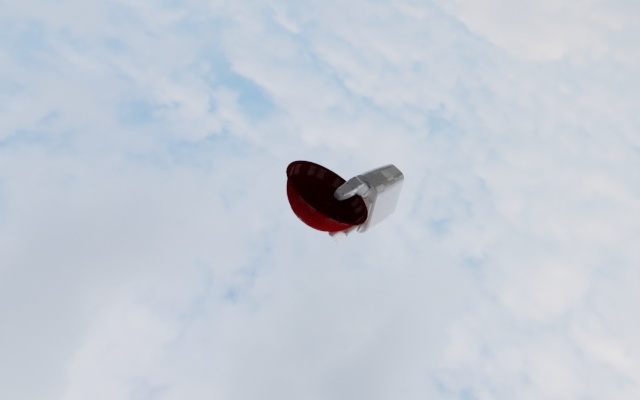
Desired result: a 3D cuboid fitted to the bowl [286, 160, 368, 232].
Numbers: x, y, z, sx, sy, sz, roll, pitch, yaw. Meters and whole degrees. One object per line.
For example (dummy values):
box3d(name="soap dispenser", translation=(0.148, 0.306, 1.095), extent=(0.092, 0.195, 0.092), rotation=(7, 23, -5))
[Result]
box3d(name="bowl", translation=(-0.001, 0.003, 0.817), extent=(0.162, 0.055, 0.162), rotation=(27, 28, -16))
